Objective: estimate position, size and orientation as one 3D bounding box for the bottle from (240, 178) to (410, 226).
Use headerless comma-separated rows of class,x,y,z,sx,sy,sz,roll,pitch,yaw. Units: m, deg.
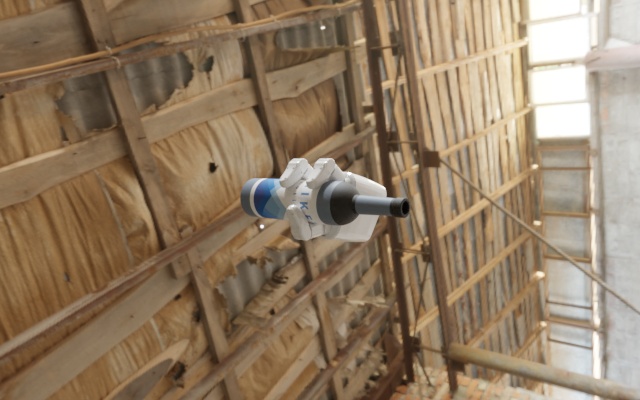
bottle,0.000,0.002,0.733,0.295,0.069,0.069,4,2,39
